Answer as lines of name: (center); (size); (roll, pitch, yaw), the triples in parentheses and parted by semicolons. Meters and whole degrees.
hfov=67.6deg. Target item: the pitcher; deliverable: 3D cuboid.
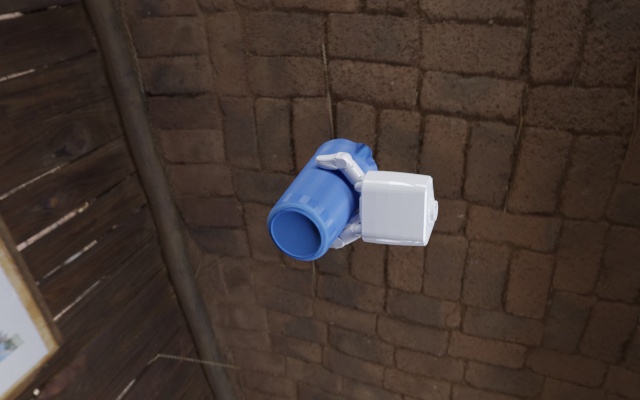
pitcher: (0.000, 0.003, 0.841); (0.145, 0.149, 0.242); (5, 30, 22)
